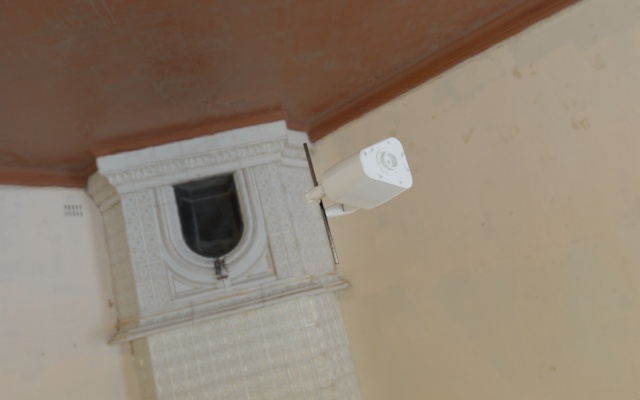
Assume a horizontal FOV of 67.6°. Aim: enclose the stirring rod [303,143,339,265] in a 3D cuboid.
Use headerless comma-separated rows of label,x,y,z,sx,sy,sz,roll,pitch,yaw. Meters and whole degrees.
stirring rod,0.000,0.003,0.899,0.011,0.239,0.011,-14,-12,-3
